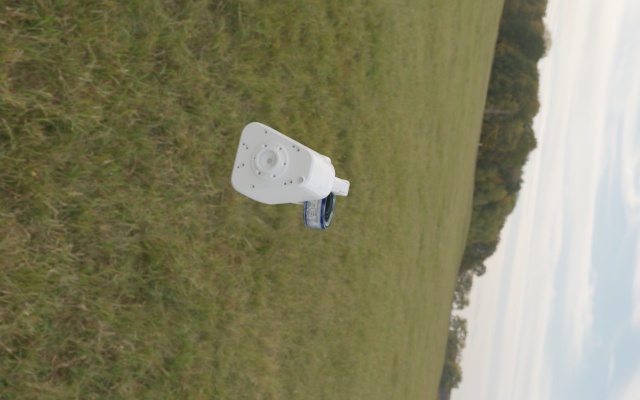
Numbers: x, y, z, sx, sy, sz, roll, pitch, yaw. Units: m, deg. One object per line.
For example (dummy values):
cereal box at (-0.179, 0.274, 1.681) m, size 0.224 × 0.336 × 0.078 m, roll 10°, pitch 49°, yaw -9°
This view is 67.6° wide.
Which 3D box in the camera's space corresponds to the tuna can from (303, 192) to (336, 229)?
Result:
tuna can at (0.001, 0.003, 0.765) m, size 0.034 × 0.086 × 0.086 m, roll 9°, pitch 2°, yaw 12°
